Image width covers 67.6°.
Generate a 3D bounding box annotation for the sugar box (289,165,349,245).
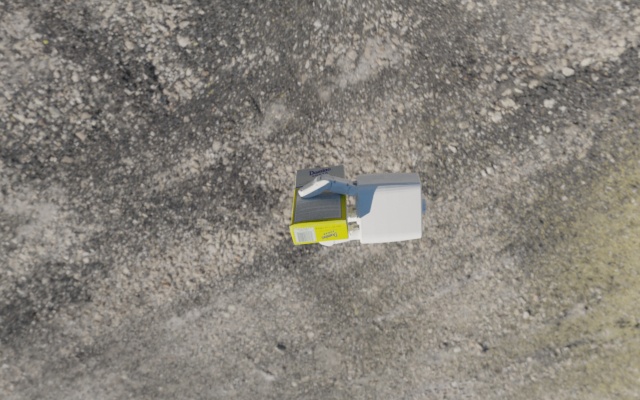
[{"bbox_3d":[0.000,0.003,0.836,0.093,0.048,0.176,-6,32,6],"label":"sugar box"}]
